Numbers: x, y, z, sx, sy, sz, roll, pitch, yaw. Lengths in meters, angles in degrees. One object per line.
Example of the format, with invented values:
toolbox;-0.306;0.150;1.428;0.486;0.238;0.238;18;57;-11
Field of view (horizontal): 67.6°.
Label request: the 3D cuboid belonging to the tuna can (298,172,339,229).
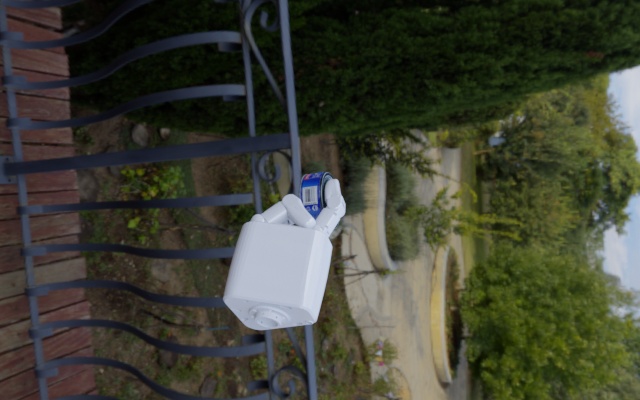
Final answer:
tuna can;0.001;0.002;0.686;0.034;0.086;0.086;-7;-2;19
